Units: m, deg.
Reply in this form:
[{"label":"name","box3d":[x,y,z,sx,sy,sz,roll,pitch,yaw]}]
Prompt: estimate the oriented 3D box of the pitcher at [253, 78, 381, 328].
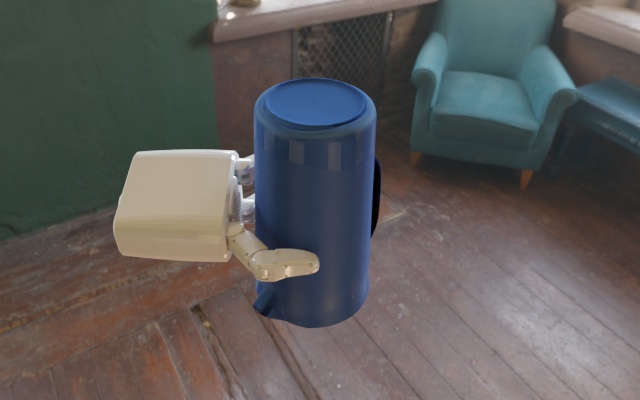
[{"label":"pitcher","box3d":[0.000,0.002,0.495,0.145,0.243,0.149,2,40,0]}]
